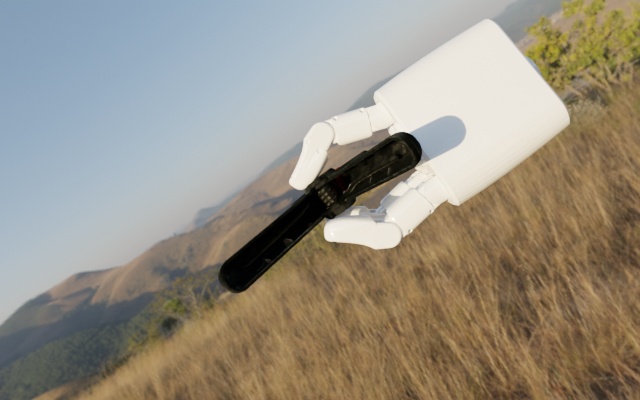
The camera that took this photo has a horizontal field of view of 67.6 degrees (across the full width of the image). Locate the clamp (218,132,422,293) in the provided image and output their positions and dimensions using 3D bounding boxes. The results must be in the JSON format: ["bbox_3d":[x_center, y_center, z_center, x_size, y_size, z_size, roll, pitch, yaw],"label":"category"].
[{"bbox_3d":[0.000,0.000,0.401,0.164,0.036,0.210,-36,4,6],"label":"clamp"}]
